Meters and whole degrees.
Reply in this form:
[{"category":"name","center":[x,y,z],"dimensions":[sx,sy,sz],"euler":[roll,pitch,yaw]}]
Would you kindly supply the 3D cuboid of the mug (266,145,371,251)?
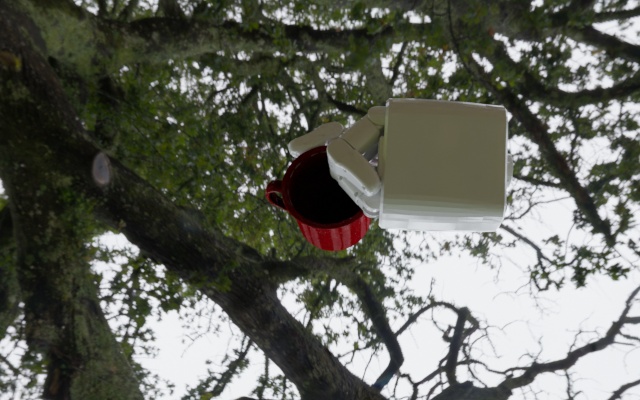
[{"category":"mug","center":[-0.001,0.002,0.501],"dimensions":[0.117,0.093,0.081],"euler":[5,-25,9]}]
